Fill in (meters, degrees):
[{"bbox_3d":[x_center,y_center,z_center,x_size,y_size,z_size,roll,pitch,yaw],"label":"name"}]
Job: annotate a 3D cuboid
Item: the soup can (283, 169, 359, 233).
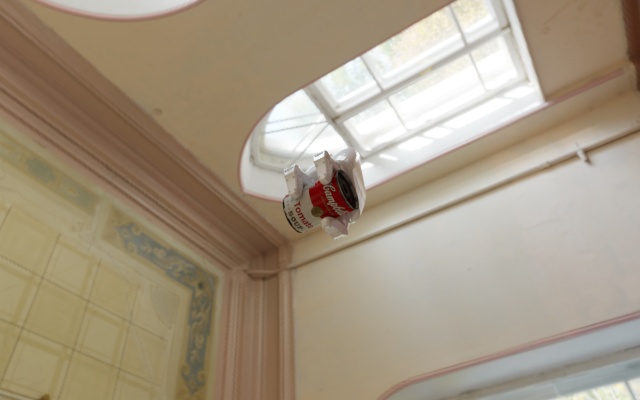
[{"bbox_3d":[0.000,0.003,0.750,0.102,0.068,0.068,-24,-9,21],"label":"soup can"}]
